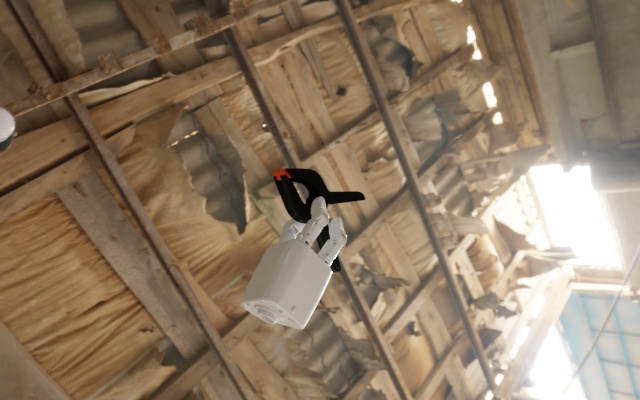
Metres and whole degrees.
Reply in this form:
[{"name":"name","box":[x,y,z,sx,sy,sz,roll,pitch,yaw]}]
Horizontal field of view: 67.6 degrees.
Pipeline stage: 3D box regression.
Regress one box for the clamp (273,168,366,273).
[{"name":"clamp","box":[-0.001,0.003,0.830,0.036,0.164,0.210,-6,-44,43]}]
